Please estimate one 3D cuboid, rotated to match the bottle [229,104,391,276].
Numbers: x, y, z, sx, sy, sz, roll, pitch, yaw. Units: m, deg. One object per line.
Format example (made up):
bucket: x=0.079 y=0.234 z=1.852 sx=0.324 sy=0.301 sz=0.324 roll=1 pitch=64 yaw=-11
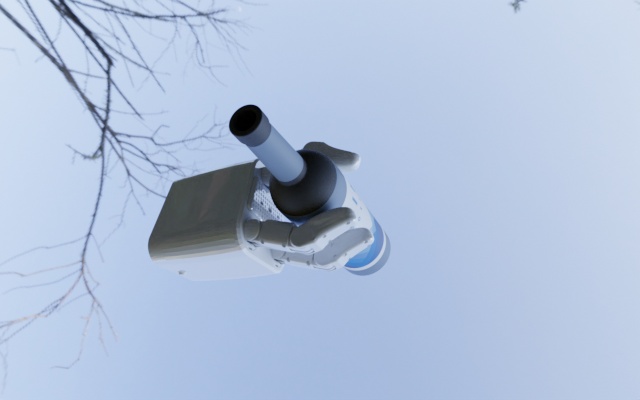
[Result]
bottle: x=0.000 y=0.002 z=0.464 sx=0.069 sy=0.069 sz=0.296 roll=0 pitch=-24 yaw=24
